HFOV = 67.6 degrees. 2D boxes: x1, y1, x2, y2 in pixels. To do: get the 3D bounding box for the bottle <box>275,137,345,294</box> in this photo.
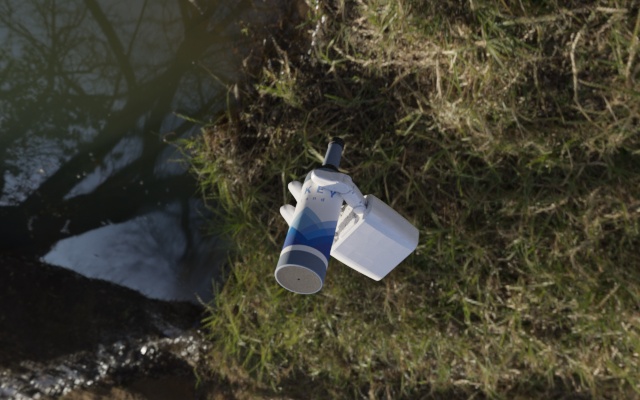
[{"bbox_3d":[0.000,0.003,0.737,0.069,0.295,0.069,8,-43,8],"label":"bottle"}]
